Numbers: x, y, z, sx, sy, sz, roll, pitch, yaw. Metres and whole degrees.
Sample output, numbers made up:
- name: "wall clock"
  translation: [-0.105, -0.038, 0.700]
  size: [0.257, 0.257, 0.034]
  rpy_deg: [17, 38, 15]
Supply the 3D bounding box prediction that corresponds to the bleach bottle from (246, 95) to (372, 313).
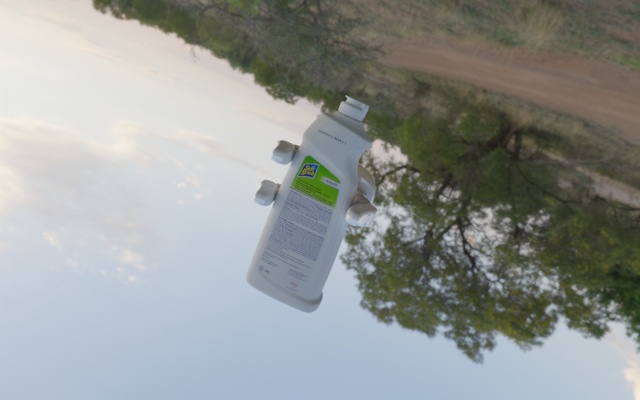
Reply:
- name: "bleach bottle"
  translation: [0.000, 0.002, 0.567]
  size: [0.102, 0.251, 0.068]
  rpy_deg: [25, 14, 4]
